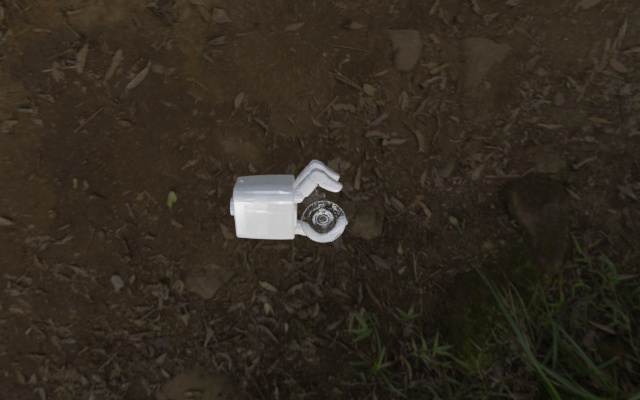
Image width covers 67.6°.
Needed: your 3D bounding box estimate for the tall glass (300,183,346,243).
[{"bbox_3d":[0.000,0.003,0.879,0.079,0.079,0.201,0,19,-3],"label":"tall glass"}]
